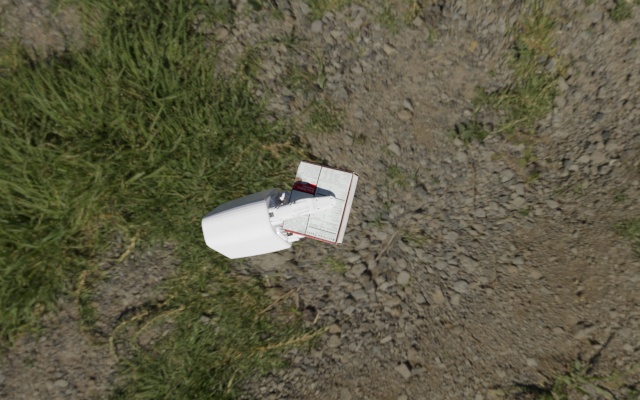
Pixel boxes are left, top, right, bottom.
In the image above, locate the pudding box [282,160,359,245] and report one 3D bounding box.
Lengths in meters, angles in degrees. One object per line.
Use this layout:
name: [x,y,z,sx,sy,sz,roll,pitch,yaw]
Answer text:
pudding box: [0.000,0.002,0.722,0.090,0.113,0.039,15,1,14]
